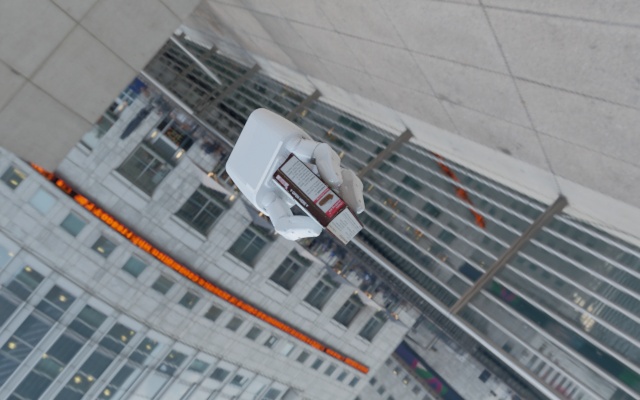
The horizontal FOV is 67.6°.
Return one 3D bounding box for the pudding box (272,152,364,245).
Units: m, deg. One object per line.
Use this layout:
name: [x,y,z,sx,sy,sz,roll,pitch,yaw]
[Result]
pudding box: [0.000,0.002,0.551,0.090,0.039,0.113,43,1,20]
